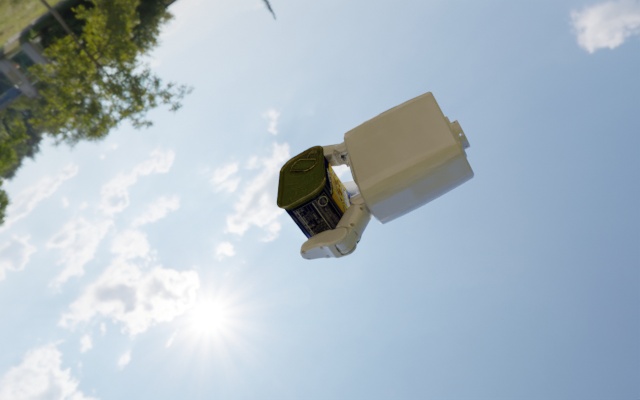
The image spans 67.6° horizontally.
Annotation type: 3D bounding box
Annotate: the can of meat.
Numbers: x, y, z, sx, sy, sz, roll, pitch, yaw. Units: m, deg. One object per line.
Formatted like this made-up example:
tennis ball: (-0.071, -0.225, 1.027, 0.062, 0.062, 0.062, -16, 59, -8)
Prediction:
can of meat: (0.000, 0.002, 0.521, 0.057, 0.084, 0.102, -28, 29, 14)
